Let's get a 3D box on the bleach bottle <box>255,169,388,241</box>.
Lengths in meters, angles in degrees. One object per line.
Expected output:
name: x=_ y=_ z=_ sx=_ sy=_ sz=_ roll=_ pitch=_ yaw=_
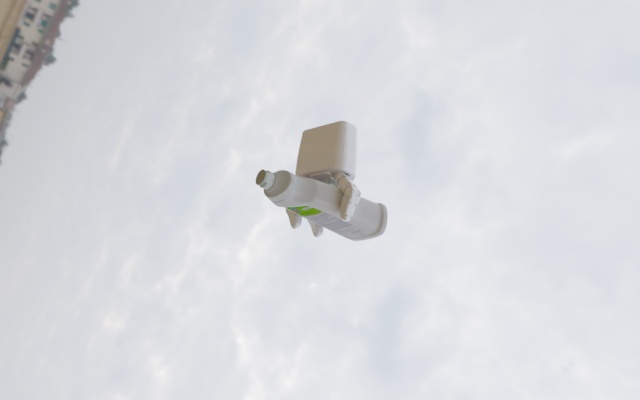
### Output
bleach bottle: x=0.000 y=0.003 z=0.846 sx=0.251 sy=0.068 sz=0.102 roll=25 pitch=-30 yaw=-36
